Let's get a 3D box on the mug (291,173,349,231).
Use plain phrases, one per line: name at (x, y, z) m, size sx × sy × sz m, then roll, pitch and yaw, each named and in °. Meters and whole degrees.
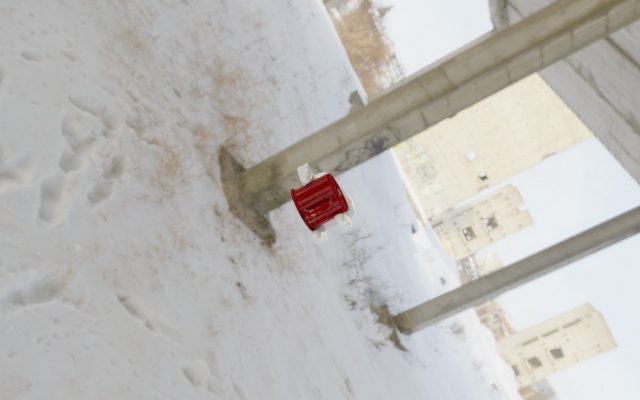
mug at (0.000, 0.003, 0.896) m, size 0.081 × 0.093 × 0.117 m, roll -27°, pitch 8°, yaw 9°
